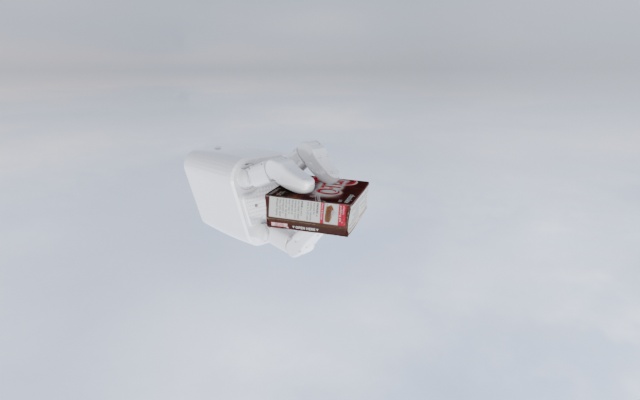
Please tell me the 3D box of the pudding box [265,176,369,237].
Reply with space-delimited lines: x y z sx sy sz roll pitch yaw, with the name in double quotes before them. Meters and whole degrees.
"pudding box" 0.000 0.002 0.521 0.090 0.039 0.113 6 17 13
